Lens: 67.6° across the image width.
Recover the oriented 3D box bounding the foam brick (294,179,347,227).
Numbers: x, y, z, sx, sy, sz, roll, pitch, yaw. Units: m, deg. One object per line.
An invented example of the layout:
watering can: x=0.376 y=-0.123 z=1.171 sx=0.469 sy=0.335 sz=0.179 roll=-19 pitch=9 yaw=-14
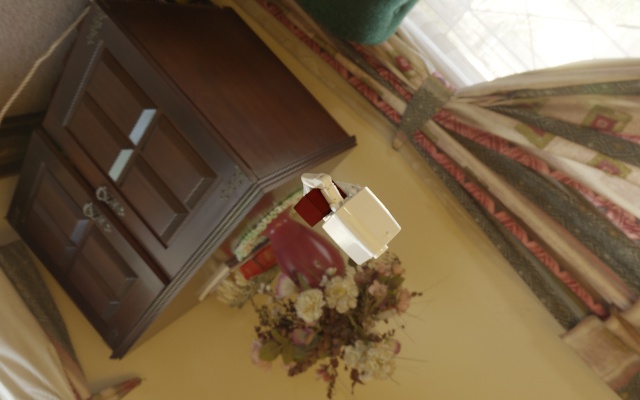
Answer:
foam brick: x=0.000 y=0.003 z=0.891 sx=0.078 sy=0.051 sz=0.053 roll=-37 pitch=-6 yaw=-40
